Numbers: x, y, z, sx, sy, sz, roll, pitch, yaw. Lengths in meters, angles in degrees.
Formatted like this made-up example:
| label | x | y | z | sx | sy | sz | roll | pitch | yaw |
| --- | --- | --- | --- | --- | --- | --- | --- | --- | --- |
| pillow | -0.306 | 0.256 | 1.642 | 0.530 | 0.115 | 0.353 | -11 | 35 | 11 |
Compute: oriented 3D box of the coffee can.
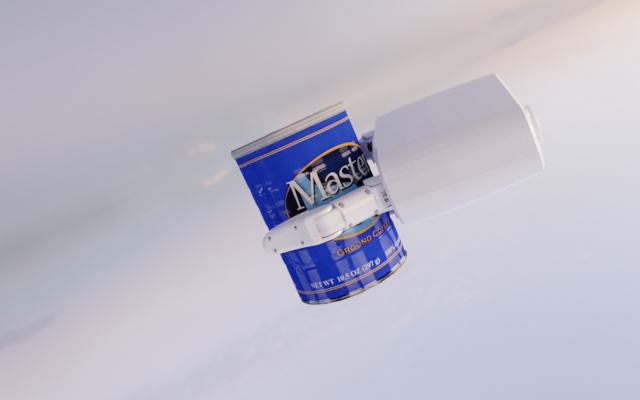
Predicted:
| label | x | y | z | sx | sy | sz | roll | pitch | yaw |
| --- | --- | --- | --- | --- | --- | --- | --- | --- | --- |
| coffee can | 0.000 | 0.001 | 0.407 | 0.103 | 0.140 | 0.103 | -23 | 10 | 4 |
